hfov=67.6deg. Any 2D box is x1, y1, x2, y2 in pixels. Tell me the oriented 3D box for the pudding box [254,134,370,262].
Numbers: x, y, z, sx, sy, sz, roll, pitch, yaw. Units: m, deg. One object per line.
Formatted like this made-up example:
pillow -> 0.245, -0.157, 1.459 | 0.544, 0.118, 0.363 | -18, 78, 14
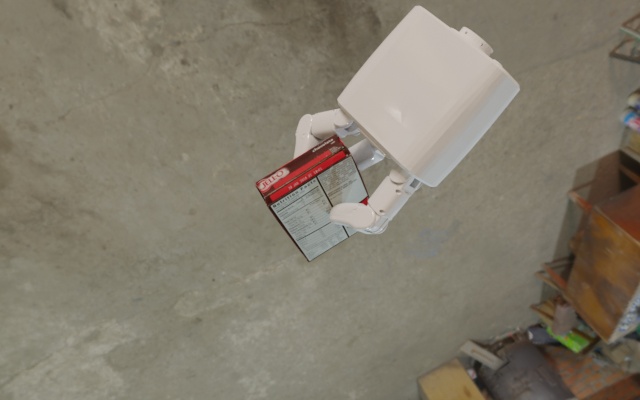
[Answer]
pudding box -> 0.000, 0.002, 0.468 | 0.090, 0.039, 0.114 | -31, -42, -2
